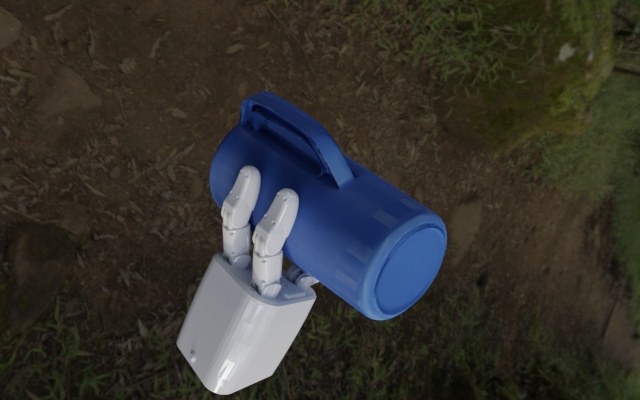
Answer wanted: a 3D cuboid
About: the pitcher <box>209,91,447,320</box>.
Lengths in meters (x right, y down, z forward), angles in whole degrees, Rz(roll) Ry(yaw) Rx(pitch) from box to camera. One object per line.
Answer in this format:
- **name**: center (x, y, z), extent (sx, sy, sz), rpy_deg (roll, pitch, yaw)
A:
- **pitcher**: center (0.000, 0.002, 0.478), extent (0.242, 0.145, 0.149), rpy_deg (34, 9, 40)
